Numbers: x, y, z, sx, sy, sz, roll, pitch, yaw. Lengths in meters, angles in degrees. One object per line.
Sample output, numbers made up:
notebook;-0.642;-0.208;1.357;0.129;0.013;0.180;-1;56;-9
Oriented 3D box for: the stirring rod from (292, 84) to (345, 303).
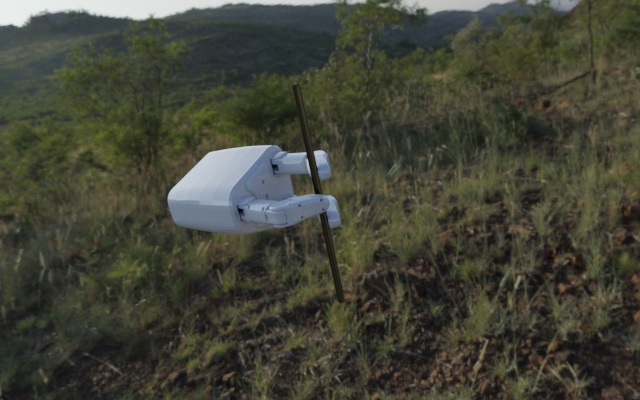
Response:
stirring rod;0.000;0.002;0.493;0.011;0.240;0.011;-11;20;4
